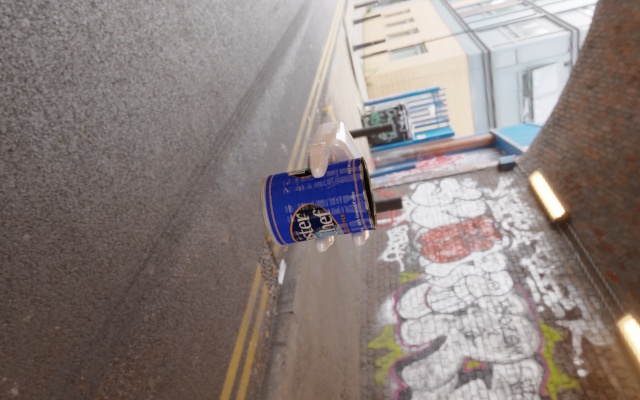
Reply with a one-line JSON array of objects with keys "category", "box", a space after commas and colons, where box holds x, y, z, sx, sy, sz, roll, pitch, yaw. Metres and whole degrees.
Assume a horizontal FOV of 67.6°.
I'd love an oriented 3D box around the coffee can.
[{"category": "coffee can", "box": [0.000, 0.002, 0.664, 0.140, 0.103, 0.103, -10, -2, 11]}]
